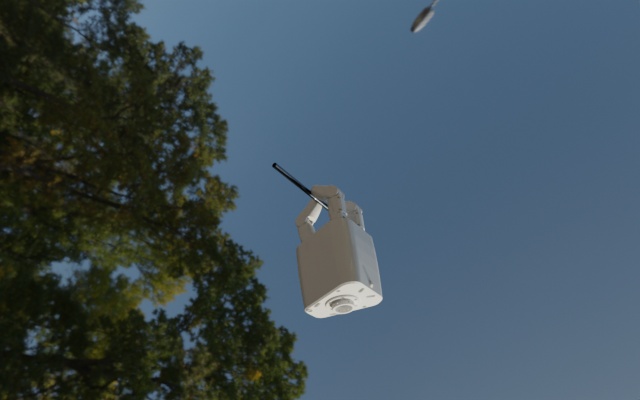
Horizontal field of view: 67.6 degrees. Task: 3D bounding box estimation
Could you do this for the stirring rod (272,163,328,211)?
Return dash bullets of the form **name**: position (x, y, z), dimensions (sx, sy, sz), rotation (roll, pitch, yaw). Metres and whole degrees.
- **stirring rod**: position (0.000, 0.003, 0.777), dimensions (0.011, 0.011, 0.240), rotation (0, -27, 39)
